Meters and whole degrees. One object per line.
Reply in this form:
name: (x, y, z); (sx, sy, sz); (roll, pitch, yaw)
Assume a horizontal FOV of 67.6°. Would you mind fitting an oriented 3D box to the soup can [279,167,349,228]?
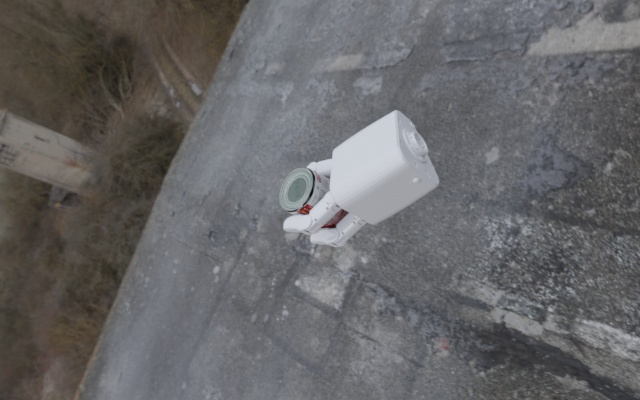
soup can: (0.000, 0.002, 0.679); (0.068, 0.068, 0.102); (0, -21, 46)
